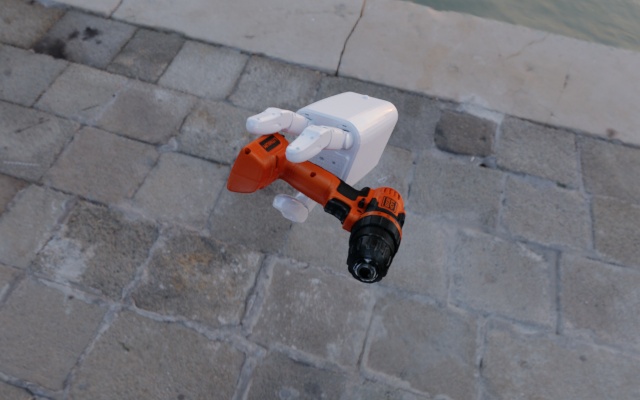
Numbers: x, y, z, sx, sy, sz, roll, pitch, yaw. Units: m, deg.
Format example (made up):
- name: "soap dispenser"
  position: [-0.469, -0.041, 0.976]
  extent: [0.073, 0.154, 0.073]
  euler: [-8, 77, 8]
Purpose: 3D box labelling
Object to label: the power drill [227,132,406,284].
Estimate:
- name: "power drill"
  position: [0.000, 0.001, 0.507]
  extent: [0.187, 0.057, 0.184]
  euler: [29, 22, 2]
